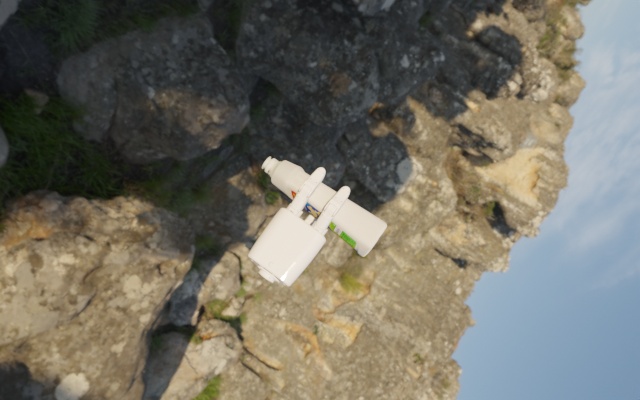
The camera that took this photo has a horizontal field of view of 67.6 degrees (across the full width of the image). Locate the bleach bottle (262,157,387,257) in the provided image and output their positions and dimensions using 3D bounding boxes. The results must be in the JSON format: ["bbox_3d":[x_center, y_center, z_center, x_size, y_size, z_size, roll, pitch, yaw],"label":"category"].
[{"bbox_3d":[0.000,0.003,0.887,0.251,0.068,0.102,35,-13,7],"label":"bleach bottle"}]
